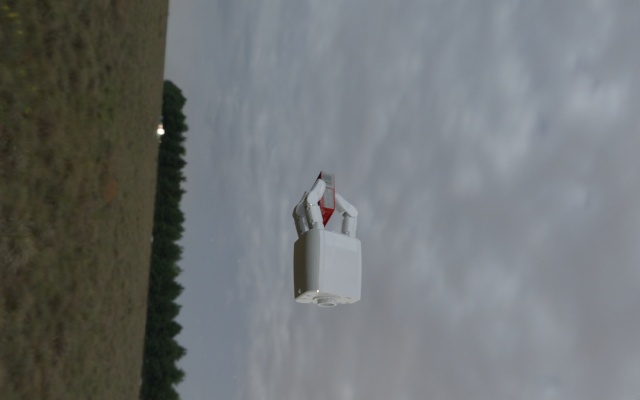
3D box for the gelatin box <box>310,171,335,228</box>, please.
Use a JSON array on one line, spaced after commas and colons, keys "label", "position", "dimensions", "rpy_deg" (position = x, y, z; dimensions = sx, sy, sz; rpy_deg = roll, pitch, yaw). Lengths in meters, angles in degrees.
[{"label": "gelatin box", "position": [0.001, 0.003, 0.881], "dimensions": [0.030, 0.089, 0.073], "rpy_deg": [13, -40, -15]}]
